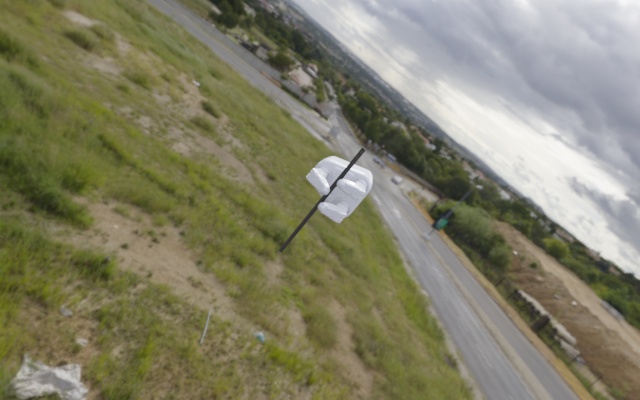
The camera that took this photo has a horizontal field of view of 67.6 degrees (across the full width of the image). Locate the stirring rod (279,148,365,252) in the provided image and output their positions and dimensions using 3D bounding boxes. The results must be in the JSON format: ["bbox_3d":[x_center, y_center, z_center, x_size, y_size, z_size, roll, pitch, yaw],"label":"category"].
[{"bbox_3d":[0.000,0.003,0.843,0.011,0.239,0.011,36,16,-12],"label":"stirring rod"}]
